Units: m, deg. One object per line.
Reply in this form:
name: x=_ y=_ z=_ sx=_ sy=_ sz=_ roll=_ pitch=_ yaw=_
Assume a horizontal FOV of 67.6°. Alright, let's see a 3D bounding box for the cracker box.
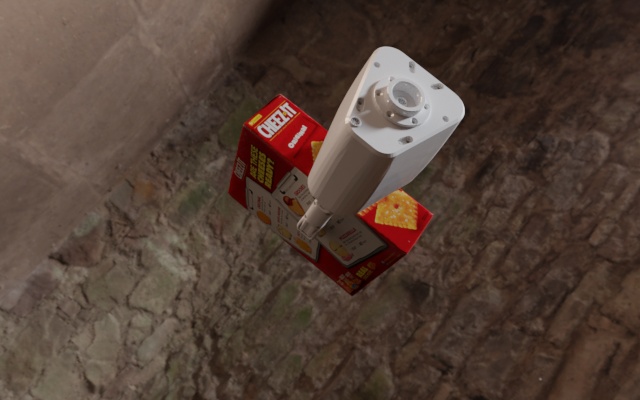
cracker box: x=0.000 y=0.002 z=0.564 sx=0.213 sy=0.072 sz=0.164 roll=39 pitch=-30 yaw=4
